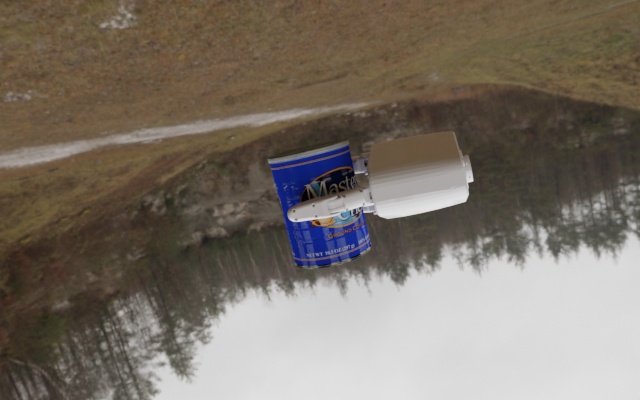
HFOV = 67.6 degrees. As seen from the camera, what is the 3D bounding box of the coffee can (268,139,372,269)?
[{"bbox_3d":[0.000,0.002,0.603,0.103,0.140,0.103,-13,10,2],"label":"coffee can"}]
